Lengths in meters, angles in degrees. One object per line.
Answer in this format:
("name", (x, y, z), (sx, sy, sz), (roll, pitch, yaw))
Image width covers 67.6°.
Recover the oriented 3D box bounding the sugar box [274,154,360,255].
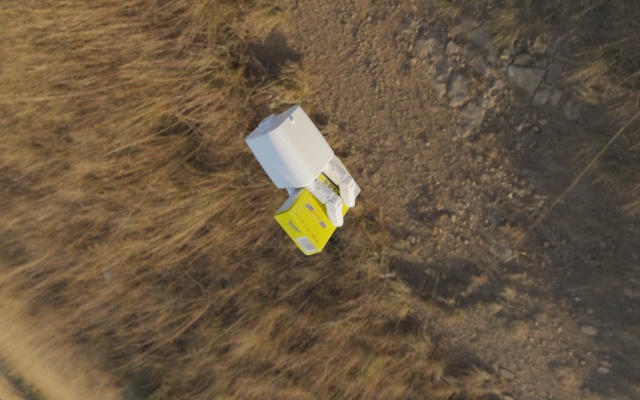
("sugar box", (0.000, 0.003, 0.843), (0.048, 0.093, 0.176), (-17, 27, 45))
